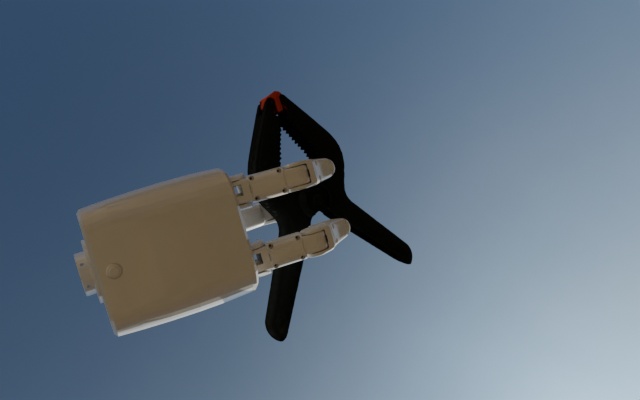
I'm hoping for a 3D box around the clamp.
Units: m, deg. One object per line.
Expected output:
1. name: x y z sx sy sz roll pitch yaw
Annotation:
1. clamp: -0.001 0.001 0.441 0.164 0.210 0.036 -18 5 -28
